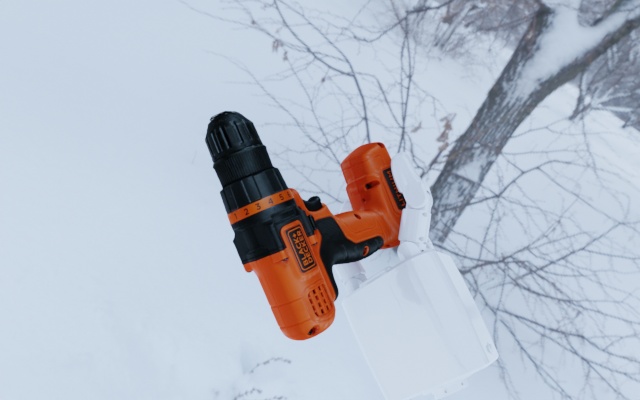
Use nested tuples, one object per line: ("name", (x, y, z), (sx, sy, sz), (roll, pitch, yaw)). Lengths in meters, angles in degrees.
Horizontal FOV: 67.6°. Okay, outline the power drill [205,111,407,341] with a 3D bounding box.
("power drill", (0.000, 0.001, 0.418), (0.057, 0.184, 0.187), (-21, 1, 43))
